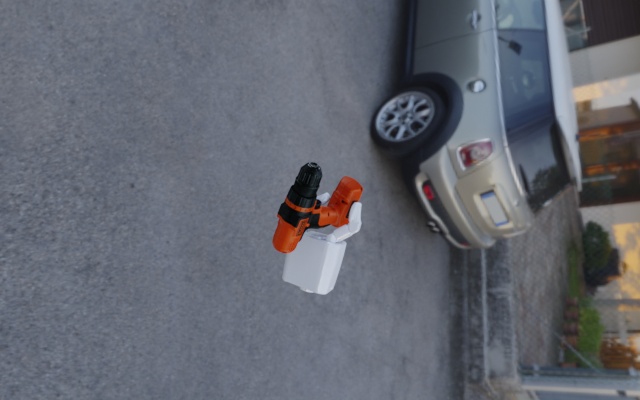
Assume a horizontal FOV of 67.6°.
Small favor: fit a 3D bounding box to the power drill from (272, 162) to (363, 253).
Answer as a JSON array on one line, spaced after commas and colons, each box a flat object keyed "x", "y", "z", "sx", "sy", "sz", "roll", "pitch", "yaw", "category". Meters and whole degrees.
[{"x": 0.000, "y": 0.003, "z": 0.899, "sx": 0.057, "sy": 0.184, "sz": 0.187, "roll": 40, "pitch": 31, "yaw": 28, "category": "power drill"}]
